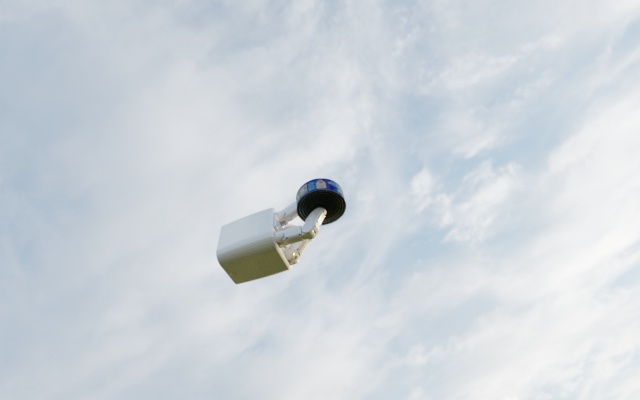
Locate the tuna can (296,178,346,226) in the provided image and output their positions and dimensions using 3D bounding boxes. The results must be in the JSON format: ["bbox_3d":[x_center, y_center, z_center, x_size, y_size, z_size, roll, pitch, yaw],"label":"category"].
[{"bbox_3d":[0.000,0.002,0.830,0.086,0.086,0.033,0,43,-8],"label":"tuna can"}]
